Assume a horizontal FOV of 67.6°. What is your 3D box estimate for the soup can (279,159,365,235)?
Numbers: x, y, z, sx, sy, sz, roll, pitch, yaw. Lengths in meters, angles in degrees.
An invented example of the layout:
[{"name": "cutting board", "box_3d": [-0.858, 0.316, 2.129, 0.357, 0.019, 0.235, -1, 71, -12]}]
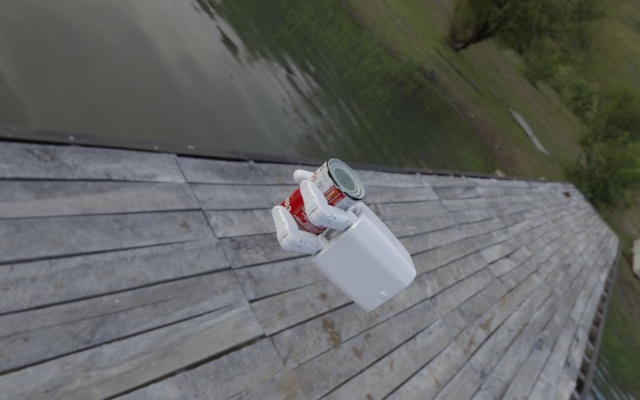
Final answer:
[{"name": "soup can", "box_3d": [0.000, 0.001, 0.626, 0.102, 0.068, 0.068, -42, -22, 27]}]
